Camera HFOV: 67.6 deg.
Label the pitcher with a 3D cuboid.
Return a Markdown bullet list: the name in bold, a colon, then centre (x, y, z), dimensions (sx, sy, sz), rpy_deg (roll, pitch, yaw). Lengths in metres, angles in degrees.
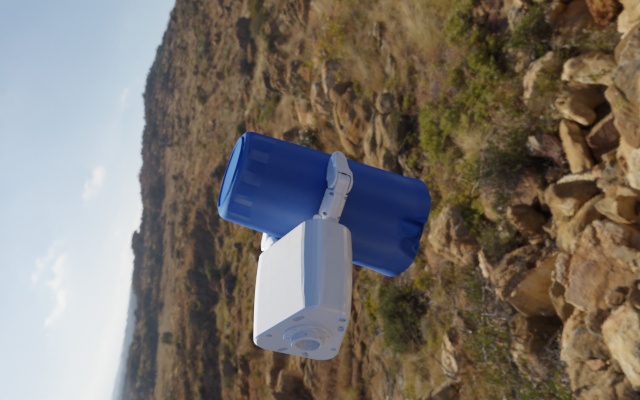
- **pitcher**: centre (0.000, 0.002, 0.604), dimensions (0.243, 0.145, 0.149), rpy_deg (18, -45, -18)
